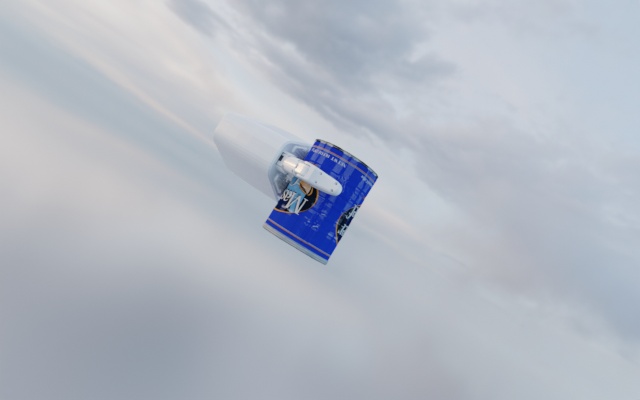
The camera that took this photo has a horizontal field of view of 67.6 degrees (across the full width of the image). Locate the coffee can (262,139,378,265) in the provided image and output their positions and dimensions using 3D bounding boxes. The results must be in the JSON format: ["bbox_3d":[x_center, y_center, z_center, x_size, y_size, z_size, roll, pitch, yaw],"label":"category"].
[{"bbox_3d":[0.000,0.002,0.655,0.103,0.140,0.103,31,-4,2],"label":"coffee can"}]
